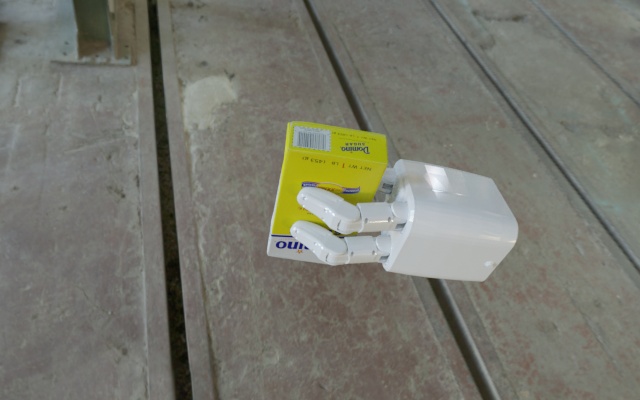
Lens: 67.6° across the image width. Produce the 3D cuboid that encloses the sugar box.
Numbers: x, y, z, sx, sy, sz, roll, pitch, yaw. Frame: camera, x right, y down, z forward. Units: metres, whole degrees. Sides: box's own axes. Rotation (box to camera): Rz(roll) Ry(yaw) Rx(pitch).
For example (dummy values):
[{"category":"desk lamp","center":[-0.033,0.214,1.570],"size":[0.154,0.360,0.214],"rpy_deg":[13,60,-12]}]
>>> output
[{"category":"sugar box","center":[0.000,0.002,0.491],"size":[0.093,0.048,0.176],"rpy_deg":[8,-42,-6]}]
